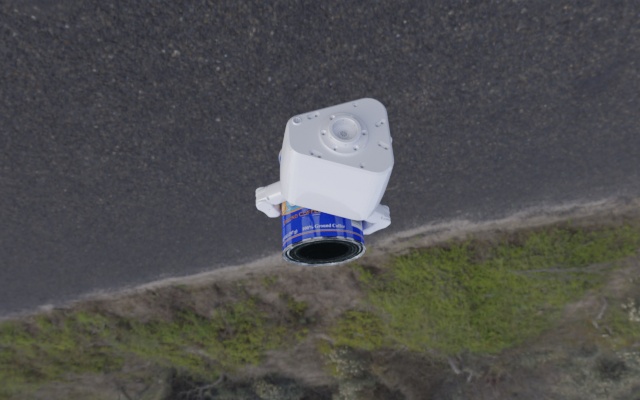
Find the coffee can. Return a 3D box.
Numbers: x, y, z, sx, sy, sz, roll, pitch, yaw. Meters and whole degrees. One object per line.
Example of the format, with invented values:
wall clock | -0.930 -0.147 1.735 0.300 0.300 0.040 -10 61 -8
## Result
coffee can | 0.000 0.002 0.612 0.103 0.140 0.103 -3 -25 -2
